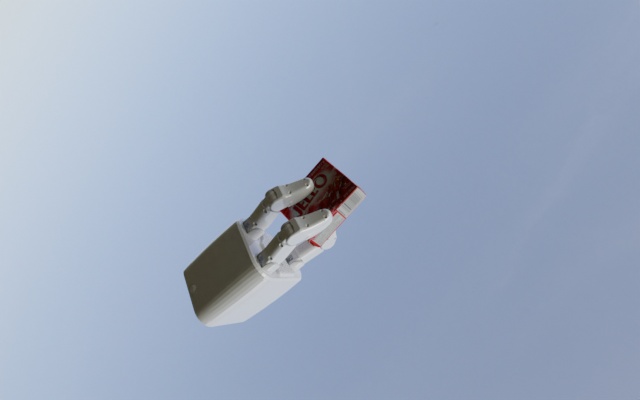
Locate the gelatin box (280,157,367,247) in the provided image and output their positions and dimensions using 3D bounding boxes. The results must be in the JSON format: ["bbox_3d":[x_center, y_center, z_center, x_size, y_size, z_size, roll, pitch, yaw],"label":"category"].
[{"bbox_3d":[0.001,0.002,0.586,0.073,0.089,0.030,43,2,40],"label":"gelatin box"}]
